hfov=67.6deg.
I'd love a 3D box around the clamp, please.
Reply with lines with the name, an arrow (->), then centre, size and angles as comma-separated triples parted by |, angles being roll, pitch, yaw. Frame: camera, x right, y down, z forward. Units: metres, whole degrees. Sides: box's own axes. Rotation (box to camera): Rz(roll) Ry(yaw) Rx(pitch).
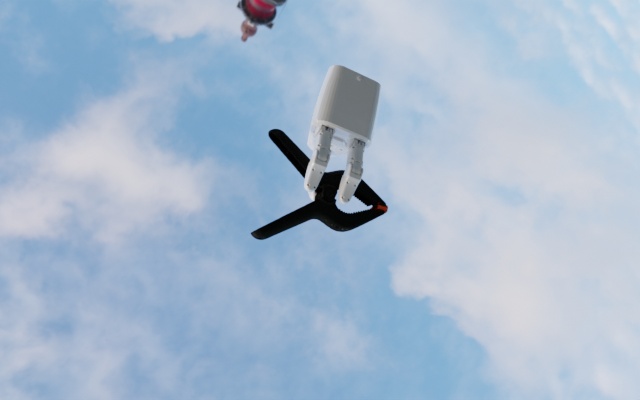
clamp -> 0.000, 0.002, 0.710 | 0.210, 0.164, 0.036 | 20, -16, -18
